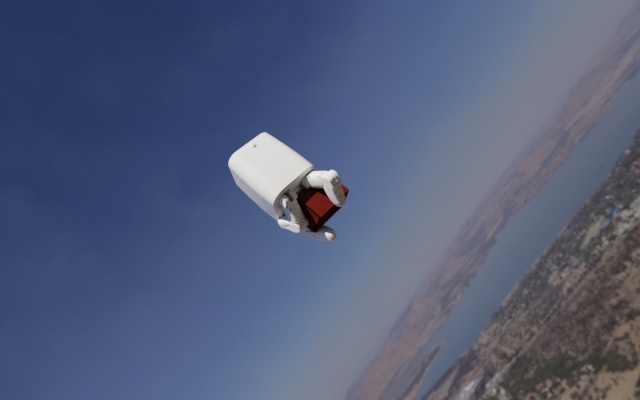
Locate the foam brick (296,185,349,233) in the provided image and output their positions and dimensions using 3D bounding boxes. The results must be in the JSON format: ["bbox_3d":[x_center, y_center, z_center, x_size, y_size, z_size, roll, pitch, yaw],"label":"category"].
[{"bbox_3d":[0.000,0.003,0.781,0.078,0.051,0.053,-42,-16,-32],"label":"foam brick"}]
